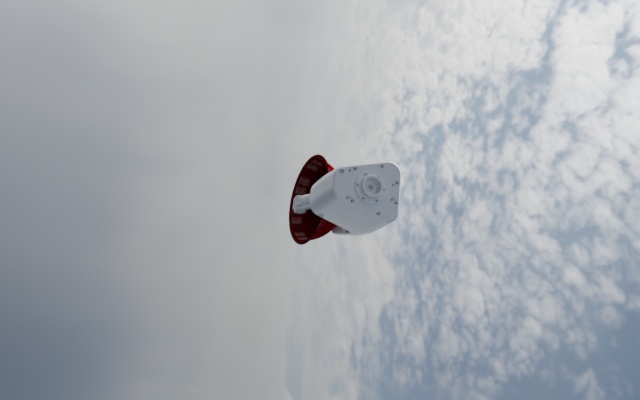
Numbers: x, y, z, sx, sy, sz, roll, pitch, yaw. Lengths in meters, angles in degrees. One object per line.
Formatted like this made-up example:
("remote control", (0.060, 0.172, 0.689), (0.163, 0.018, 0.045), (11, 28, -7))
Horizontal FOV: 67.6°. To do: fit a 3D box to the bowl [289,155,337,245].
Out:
("bowl", (0.000, 0.003, 0.850), (0.055, 0.162, 0.162), (13, -6, -25))
